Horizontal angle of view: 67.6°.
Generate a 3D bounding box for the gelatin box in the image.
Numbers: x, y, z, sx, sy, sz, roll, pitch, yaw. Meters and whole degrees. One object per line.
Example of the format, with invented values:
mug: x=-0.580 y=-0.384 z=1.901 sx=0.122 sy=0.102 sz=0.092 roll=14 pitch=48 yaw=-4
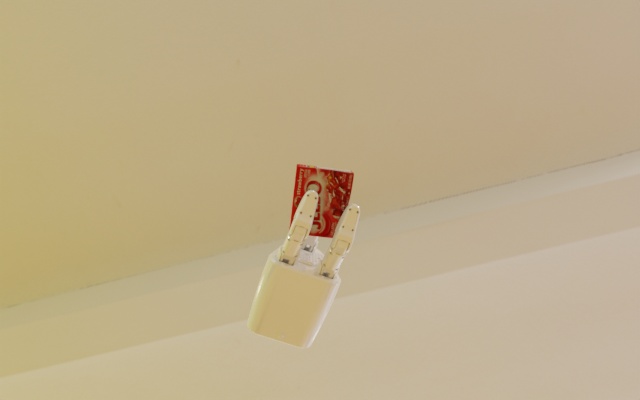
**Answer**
gelatin box: x=0.000 y=0.002 z=0.610 sx=0.073 sy=0.089 sz=0.030 roll=7 pitch=10 yaw=-4
